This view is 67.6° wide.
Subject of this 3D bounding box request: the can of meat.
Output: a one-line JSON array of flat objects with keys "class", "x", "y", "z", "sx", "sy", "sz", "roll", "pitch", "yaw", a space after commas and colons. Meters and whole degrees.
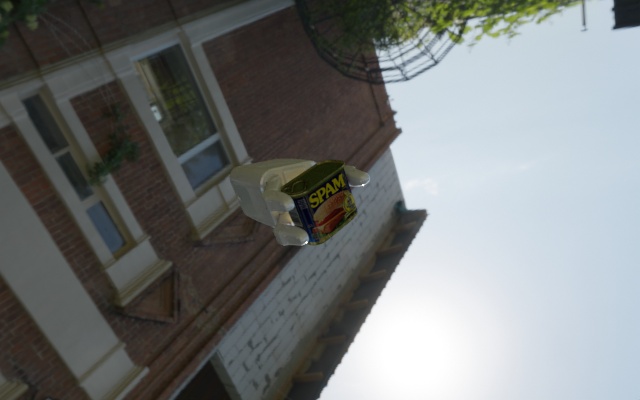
[{"class": "can of meat", "x": 0.000, "y": 0.002, "z": 0.678, "sx": 0.102, "sy": 0.084, "sz": 0.057, "roll": -36, "pitch": 29, "yaw": -32}]
